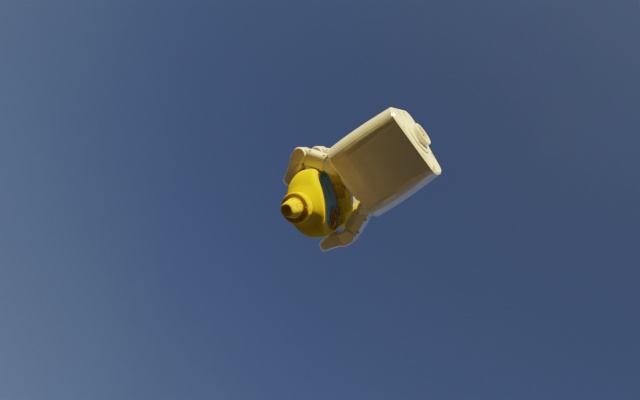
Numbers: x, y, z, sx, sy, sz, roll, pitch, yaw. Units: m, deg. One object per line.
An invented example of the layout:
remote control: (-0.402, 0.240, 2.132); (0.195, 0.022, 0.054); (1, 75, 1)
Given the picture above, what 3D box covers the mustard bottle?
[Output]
mustard bottle: (0.000, 0.002, 0.675); (0.058, 0.096, 0.191); (-8, 2, 26)
